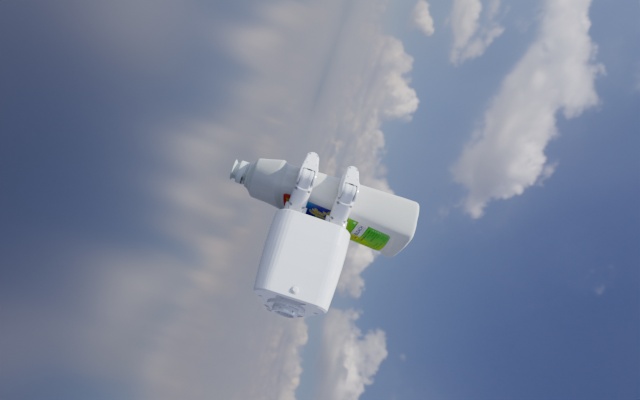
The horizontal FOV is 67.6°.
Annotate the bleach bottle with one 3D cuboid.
[{"bbox_3d":[0.000,0.002,0.654,0.251,0.068,0.103,19,-25,-4],"label":"bleach bottle"}]
